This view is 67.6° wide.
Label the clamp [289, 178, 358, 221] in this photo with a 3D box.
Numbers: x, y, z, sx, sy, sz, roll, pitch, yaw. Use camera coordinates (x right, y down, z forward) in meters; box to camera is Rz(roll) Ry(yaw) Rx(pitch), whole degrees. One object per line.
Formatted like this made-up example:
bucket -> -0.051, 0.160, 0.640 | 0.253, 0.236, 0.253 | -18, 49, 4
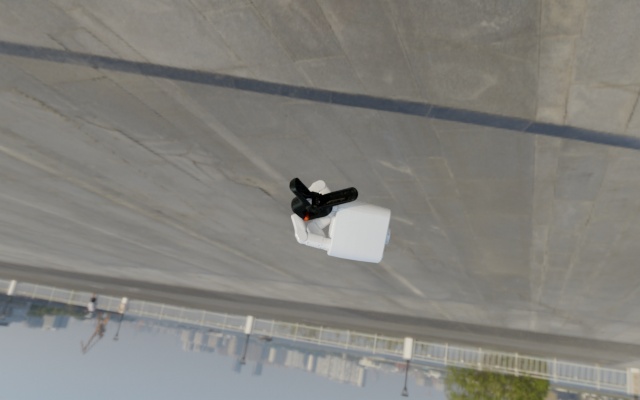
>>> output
clamp -> 0.000, 0.003, 0.881 | 0.120, 0.039, 0.171 | 12, -17, -2
